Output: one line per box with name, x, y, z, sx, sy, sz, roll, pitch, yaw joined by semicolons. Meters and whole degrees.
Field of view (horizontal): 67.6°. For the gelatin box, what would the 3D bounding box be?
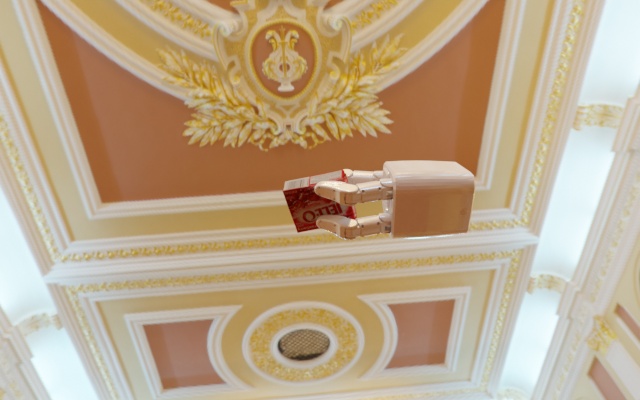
gelatin box;0.000;0.002;0.667;0.089;0.073;0.030;-11;31;11
